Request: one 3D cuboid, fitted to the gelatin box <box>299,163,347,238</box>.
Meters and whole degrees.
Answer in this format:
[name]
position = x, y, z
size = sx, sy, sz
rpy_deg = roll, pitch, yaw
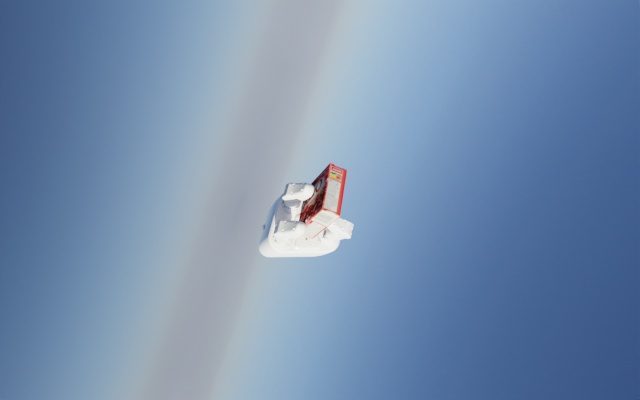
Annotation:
[gelatin box]
position = 0.001, 0.002, 0.651
size = 0.030, 0.073, 0.089
rpy_deg = 21, -31, -17
